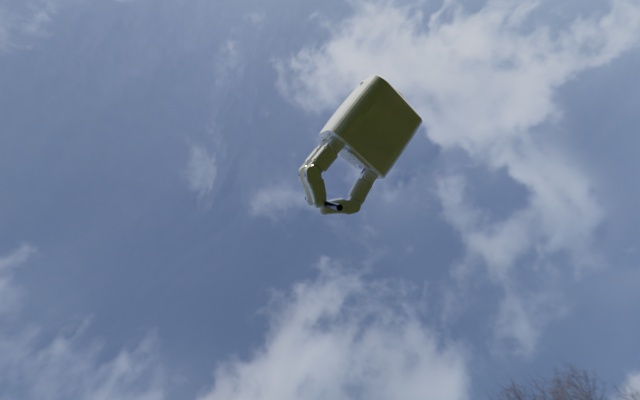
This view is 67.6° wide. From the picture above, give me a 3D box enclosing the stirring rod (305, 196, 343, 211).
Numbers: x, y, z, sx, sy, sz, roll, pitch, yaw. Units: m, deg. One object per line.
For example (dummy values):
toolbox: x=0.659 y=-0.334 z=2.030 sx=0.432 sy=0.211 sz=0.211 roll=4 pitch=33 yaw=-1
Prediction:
stirring rod: x=0.000 y=0.002 z=0.696 sx=0.011 sy=0.011 sz=0.239 roll=0 pitch=3 yaw=-11
